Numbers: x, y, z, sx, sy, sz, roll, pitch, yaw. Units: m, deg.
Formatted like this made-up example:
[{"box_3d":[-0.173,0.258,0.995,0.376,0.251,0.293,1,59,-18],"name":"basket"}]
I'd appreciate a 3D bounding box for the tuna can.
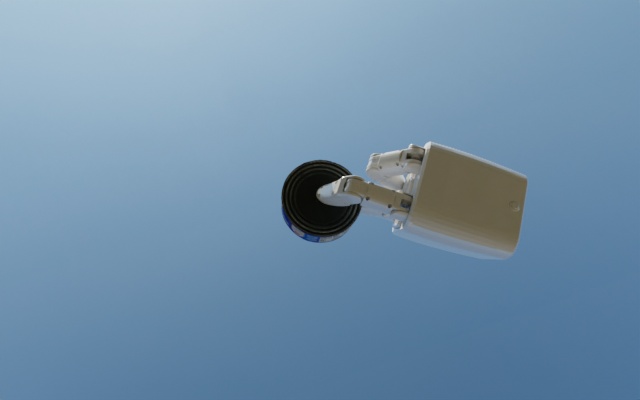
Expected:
[{"box_3d":[0.000,0.002,0.516,0.086,0.086,0.034,0,-19,-6],"name":"tuna can"}]
